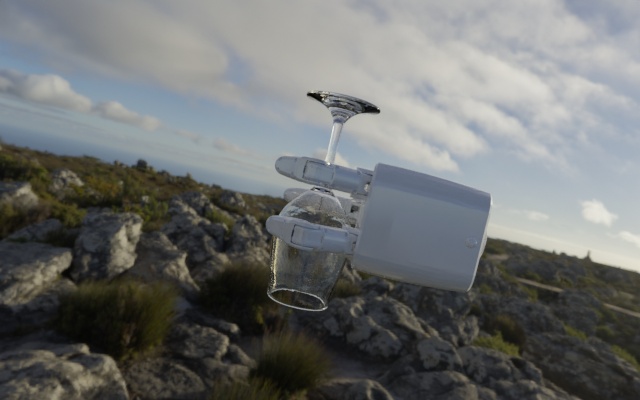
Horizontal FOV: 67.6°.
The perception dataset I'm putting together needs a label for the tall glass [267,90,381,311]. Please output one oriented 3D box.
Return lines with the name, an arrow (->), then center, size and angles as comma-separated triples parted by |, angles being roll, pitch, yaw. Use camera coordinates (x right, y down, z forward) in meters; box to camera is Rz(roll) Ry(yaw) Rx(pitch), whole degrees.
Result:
tall glass -> 0.000, 0.001, 0.467 | 0.079, 0.201, 0.079 | 14, 2, 0
